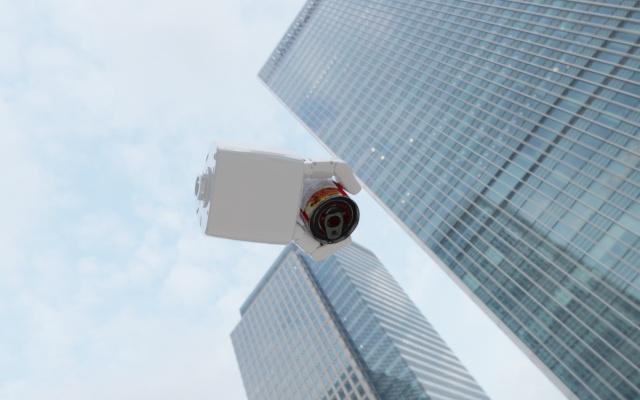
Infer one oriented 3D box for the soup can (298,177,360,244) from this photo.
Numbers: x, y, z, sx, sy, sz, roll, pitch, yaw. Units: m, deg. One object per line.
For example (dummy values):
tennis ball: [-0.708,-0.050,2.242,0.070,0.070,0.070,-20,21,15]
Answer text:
soup can: [0.000,0.002,0.624,0.068,0.068,0.102,0,27,-23]
